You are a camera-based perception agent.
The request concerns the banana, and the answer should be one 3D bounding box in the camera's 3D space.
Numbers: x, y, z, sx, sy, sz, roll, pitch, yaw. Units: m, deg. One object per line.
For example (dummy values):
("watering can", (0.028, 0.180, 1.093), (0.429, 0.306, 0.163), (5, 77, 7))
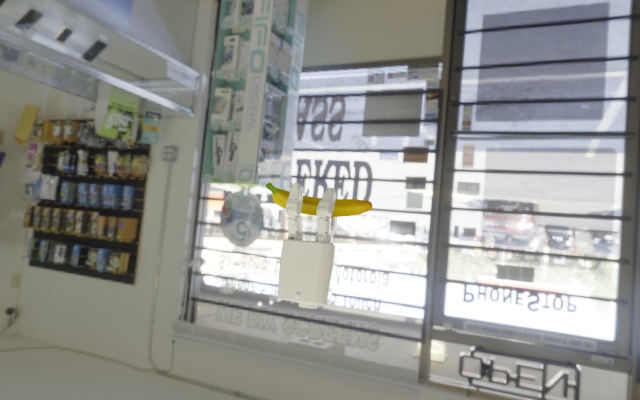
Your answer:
("banana", (-0.004, 0.007, 0.890), (0.198, 0.037, 0.070), (9, -16, -1))
